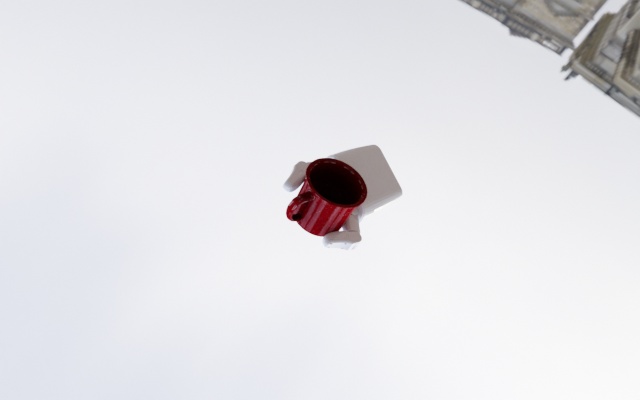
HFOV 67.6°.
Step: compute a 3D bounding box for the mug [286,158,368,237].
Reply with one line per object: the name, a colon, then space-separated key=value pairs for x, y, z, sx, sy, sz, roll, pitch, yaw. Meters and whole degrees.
mug: x=-0.001 y=0.003 z=0.683 sx=0.117 sy=0.093 sz=0.081 roll=-20 pitch=-27 yaw=-39
